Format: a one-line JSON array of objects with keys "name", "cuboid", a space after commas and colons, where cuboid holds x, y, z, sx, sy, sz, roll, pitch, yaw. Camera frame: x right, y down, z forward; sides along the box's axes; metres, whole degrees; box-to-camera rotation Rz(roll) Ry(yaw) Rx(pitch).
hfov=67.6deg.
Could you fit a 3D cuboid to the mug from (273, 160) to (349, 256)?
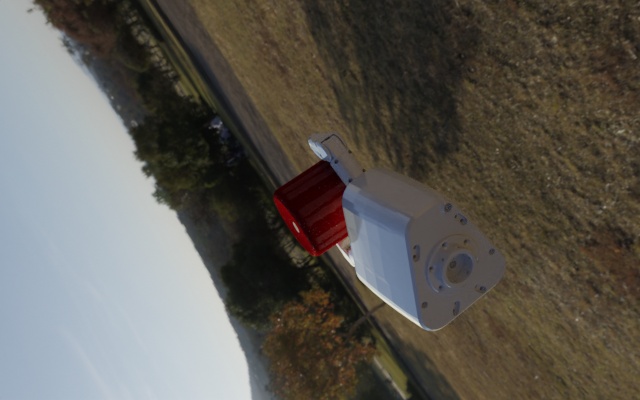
[{"name": "mug", "cuboid": [-0.001, 0.001, 0.511, 0.081, 0.093, 0.117, -34, 23, -12]}]
